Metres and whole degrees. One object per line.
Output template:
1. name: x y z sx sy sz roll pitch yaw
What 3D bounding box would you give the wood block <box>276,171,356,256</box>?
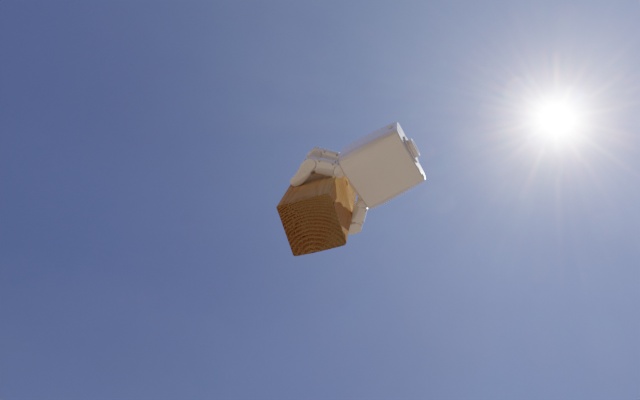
1. wood block: 0.001 0.003 0.821 0.090 0.091 0.206 -14 18 14
